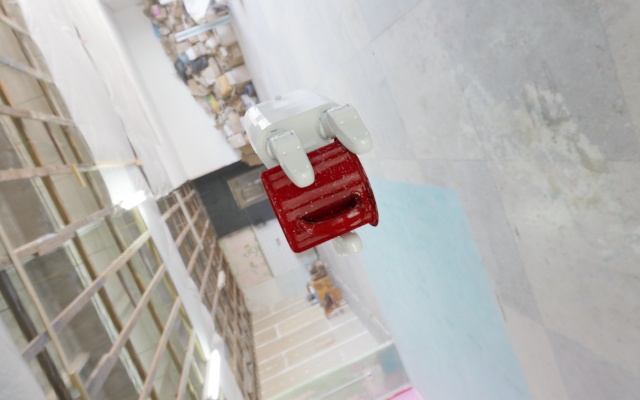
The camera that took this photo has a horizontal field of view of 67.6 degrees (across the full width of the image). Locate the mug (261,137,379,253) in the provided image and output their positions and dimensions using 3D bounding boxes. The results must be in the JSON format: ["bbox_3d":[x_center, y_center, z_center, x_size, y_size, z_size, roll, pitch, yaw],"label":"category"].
[{"bbox_3d":[0.000,0.002,0.426,0.081,0.093,0.117,-23,27,-7],"label":"mug"}]
